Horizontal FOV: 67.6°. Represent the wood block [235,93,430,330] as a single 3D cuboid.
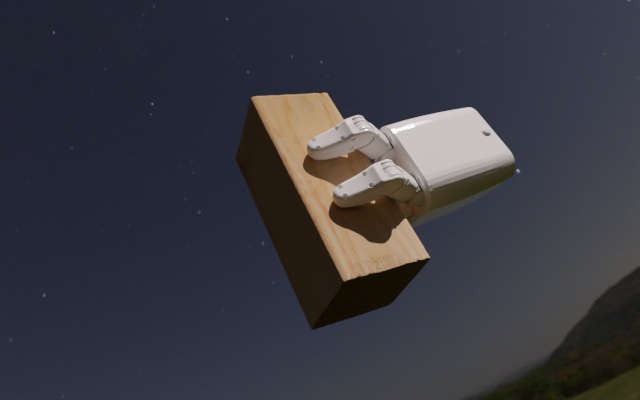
[{"bbox_3d":[0.000,0.002,0.456,0.090,0.206,0.091,-10,-34,-28],"label":"wood block"}]
